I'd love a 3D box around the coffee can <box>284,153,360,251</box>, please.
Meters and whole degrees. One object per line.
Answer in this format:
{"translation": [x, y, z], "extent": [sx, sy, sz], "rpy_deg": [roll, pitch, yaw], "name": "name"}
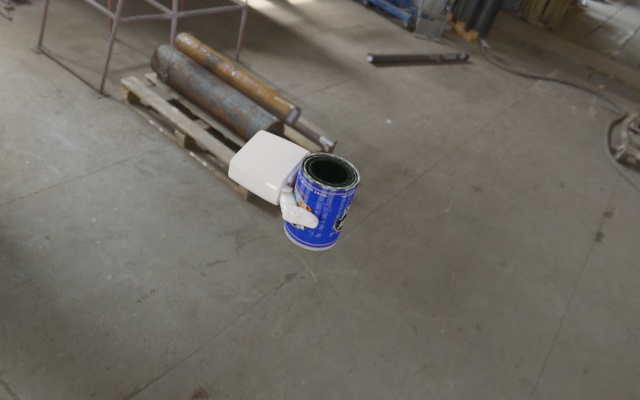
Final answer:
{"translation": [0.000, 0.003, 0.835], "extent": [0.103, 0.140, 0.102], "rpy_deg": [11, 37, -9], "name": "coffee can"}
